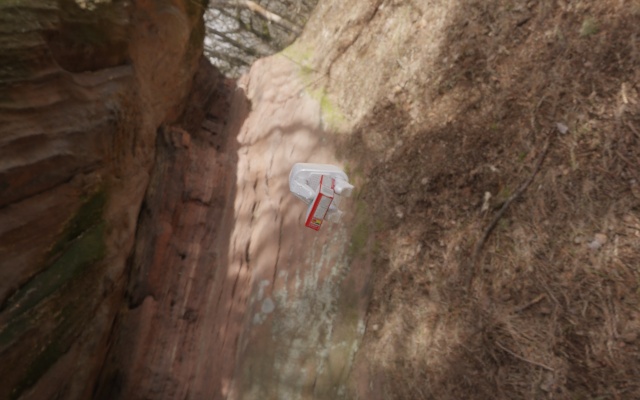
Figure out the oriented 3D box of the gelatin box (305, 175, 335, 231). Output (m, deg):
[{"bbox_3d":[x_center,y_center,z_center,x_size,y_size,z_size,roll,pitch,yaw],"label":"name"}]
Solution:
[{"bbox_3d":[0.000,0.003,0.876,0.030,0.073,0.089,22,24,-6],"label":"gelatin box"}]
